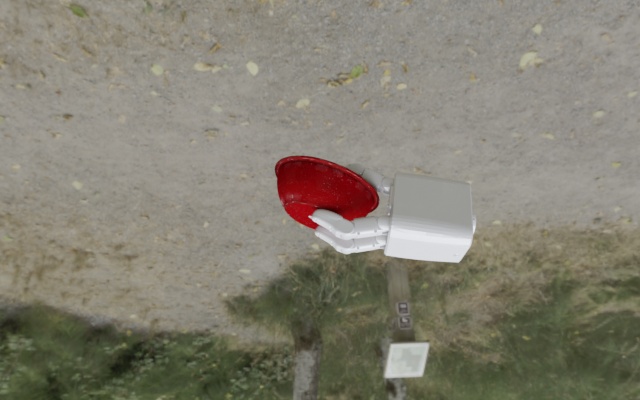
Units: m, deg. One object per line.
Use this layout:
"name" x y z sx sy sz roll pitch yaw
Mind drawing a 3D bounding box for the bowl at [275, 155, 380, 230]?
"bowl" -0.001 0.002 0.687 0.162 0.055 0.162 18 -23 8
